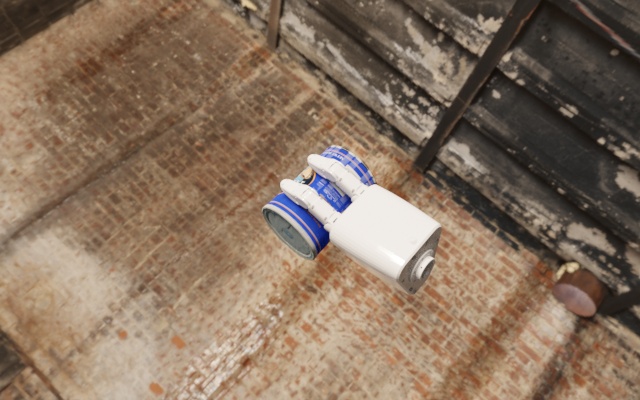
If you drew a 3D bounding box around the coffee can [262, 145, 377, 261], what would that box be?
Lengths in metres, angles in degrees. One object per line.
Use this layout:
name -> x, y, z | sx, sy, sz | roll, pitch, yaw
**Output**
coffee can -> 0.000, 0.002, 0.696 | 0.140, 0.103, 0.103 | -45, 19, -21
